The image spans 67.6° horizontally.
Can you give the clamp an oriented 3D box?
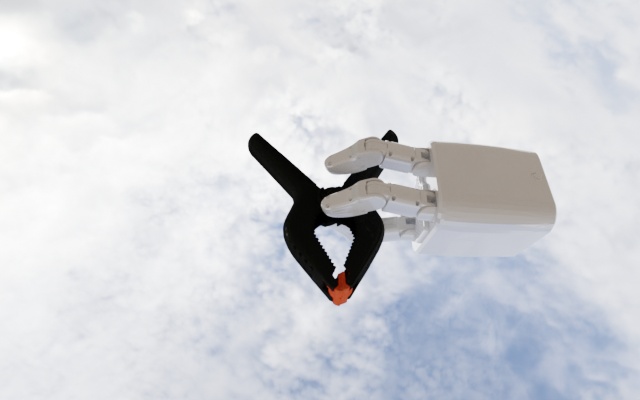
[{"bbox_3d":[0.000,0.002,0.470,0.164,0.209,0.036,3,-40,1],"label":"clamp"}]
